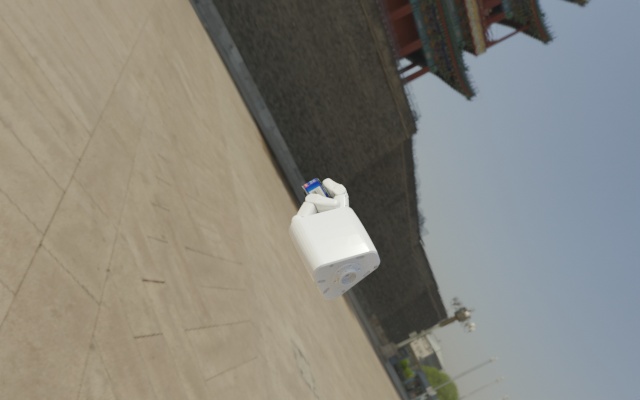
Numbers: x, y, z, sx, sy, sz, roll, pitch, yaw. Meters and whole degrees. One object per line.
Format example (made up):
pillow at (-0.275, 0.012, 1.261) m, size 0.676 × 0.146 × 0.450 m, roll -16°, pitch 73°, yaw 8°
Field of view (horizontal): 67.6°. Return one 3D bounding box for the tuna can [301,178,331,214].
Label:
tuna can at (0.001, 0.003, 0.870) m, size 0.034 × 0.086 × 0.086 m, roll -31°, pitch 2°, yaw -4°
